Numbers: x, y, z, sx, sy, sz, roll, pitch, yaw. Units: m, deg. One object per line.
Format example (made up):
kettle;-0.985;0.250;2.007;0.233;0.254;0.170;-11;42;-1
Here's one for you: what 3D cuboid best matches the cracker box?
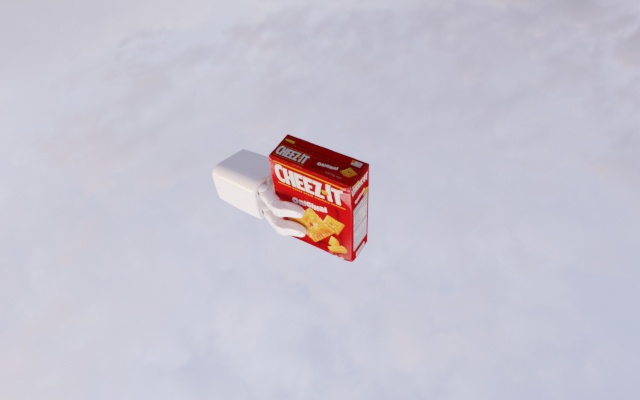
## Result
cracker box;0.000;0.003;0.865;0.164;0.072;0.214;22;-36;22
